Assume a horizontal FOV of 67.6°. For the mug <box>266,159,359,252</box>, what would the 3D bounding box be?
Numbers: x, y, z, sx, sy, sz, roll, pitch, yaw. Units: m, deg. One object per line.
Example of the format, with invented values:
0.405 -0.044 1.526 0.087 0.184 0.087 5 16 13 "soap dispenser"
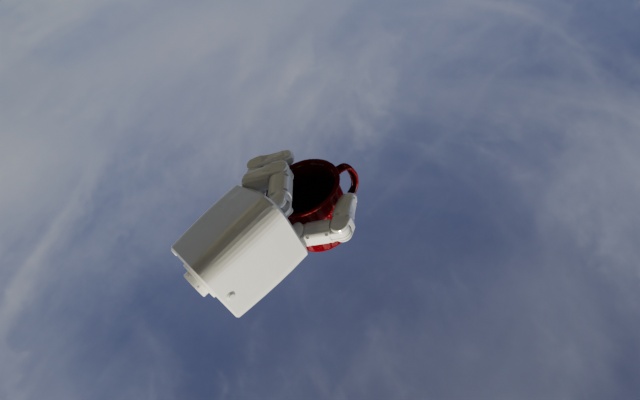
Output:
0.001 0.001 0.591 0.117 0.082 0.093 -41 45 -14 "mug"
